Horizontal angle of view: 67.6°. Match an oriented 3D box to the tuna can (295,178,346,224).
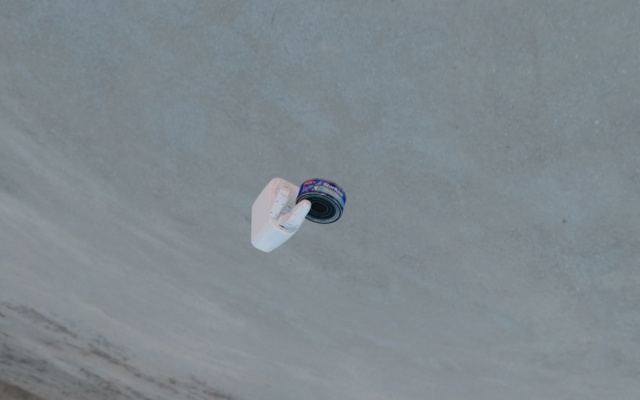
[{"bbox_3d":[0.000,0.003,0.829,0.086,0.033,0.086,10,-40,9],"label":"tuna can"}]
